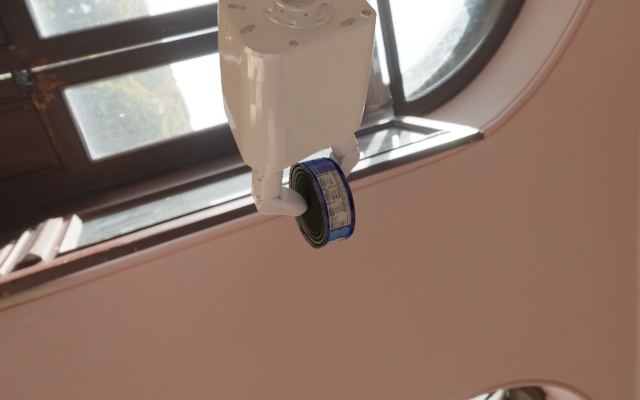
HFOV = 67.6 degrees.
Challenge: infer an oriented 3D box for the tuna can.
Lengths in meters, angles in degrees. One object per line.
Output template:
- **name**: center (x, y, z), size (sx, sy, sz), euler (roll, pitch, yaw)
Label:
- **tuna can**: center (0.001, 0.001, 0.465), size (0.034, 0.086, 0.086), euler (-16, 6, -21)
